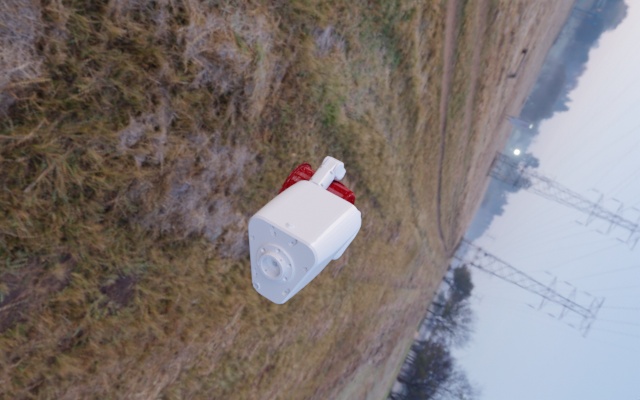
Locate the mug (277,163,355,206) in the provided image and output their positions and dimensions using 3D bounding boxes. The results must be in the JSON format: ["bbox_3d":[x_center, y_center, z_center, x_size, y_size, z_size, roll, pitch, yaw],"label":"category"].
[{"bbox_3d":[0.001,0.002,0.669,0.081,0.093,0.117,29,35,17],"label":"mug"}]
